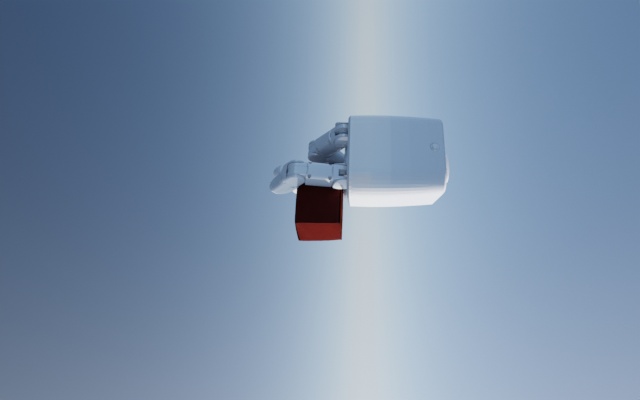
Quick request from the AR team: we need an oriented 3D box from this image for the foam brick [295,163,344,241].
[{"bbox_3d":[0.000,0.002,0.548,0.051,0.078,0.053,1,-26,4],"label":"foam brick"}]
